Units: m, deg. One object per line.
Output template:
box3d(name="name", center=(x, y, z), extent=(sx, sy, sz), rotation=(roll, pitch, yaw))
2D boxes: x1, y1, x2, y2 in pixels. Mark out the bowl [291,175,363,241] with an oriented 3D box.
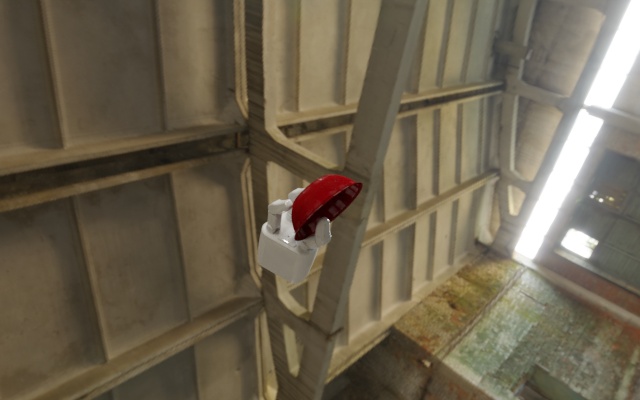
box3d(name="bowl", center=(0.001, 0.002, 0.883), extent=(0.162, 0.055, 0.162), rotation=(-37, -14, -11))
